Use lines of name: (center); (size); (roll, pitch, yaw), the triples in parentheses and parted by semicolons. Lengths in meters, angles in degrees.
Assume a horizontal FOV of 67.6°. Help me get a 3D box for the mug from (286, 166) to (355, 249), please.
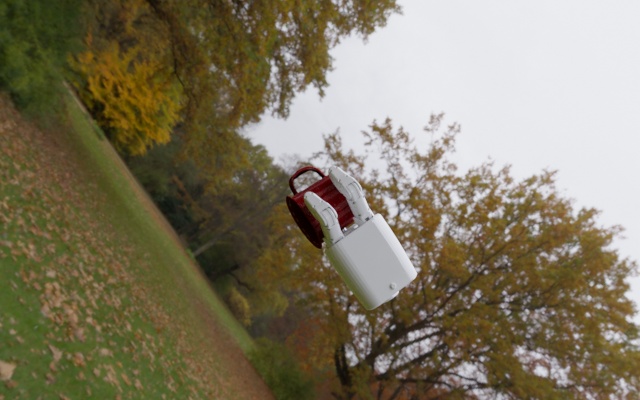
mug: (-0.001, 0.001, 0.719); (0.081, 0.117, 0.093); (-33, -1, -15)
